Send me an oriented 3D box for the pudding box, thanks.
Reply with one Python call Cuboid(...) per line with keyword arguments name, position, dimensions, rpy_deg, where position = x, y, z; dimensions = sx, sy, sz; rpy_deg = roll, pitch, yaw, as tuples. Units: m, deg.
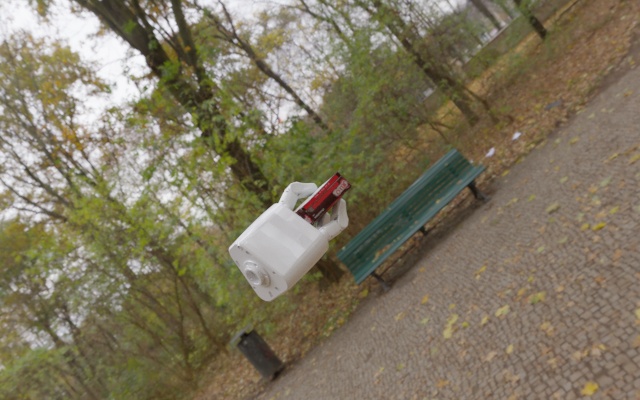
Cuboid(name="pudding box", position=(0.000, 0.003, 0.815), dimensions=(0.090, 0.039, 0.113), rpy_deg=(-44, 3, -13))
